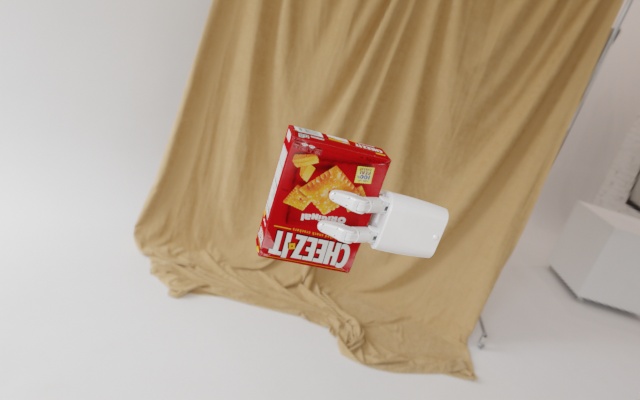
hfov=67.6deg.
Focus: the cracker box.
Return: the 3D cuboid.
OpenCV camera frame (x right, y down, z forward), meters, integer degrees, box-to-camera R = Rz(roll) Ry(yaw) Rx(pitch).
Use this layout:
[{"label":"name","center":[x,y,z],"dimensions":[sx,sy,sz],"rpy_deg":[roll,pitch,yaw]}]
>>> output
[{"label":"cracker box","center":[0.000,0.002,0.782],"dimensions":[0.164,0.214,0.072],"rpy_deg":[13,21,-14]}]
